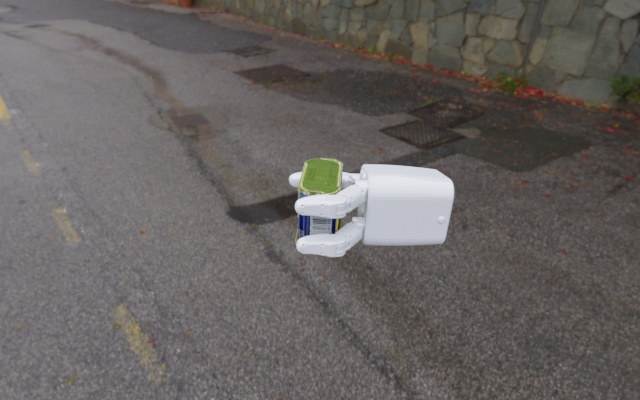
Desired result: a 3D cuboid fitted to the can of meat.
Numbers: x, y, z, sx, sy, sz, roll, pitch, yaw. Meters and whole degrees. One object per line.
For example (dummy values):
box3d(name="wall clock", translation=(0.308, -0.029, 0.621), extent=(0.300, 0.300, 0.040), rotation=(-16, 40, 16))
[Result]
box3d(name="can of meat", translation=(0.000, 0.002, 0.623), extent=(0.057, 0.084, 0.102), rotation=(4, 31, 3))
